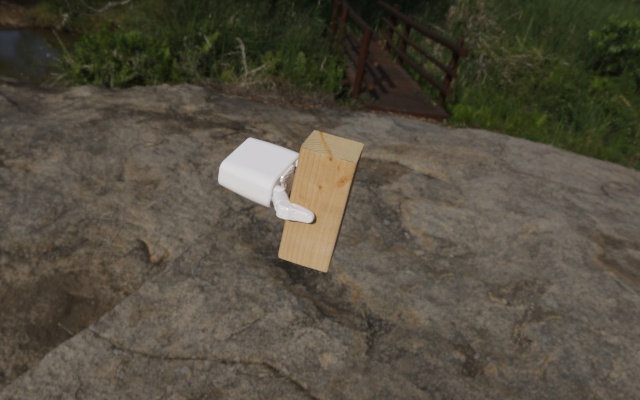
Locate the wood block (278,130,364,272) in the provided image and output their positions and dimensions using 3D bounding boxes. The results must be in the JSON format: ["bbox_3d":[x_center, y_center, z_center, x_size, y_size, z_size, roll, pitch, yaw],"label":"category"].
[{"bbox_3d":[0.000,0.003,0.795,0.090,0.206,0.090,17,28,6],"label":"wood block"}]
